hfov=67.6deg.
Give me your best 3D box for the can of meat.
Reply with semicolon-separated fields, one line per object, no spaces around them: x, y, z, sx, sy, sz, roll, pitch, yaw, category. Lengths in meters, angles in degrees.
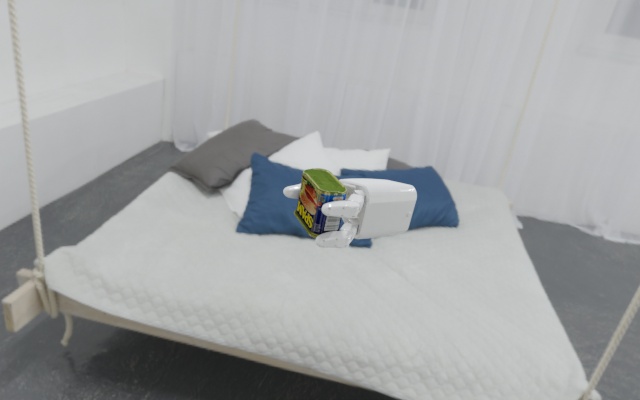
0.000;0.002;0.797;0.057;0.084;0.102;-1;27;-25;can of meat
